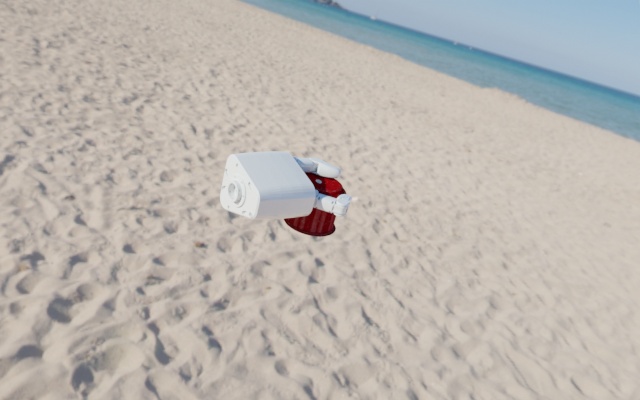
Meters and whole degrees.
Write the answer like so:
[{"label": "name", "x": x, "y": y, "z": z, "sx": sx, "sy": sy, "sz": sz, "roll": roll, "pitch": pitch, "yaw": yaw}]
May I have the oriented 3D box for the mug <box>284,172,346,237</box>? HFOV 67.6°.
[{"label": "mug", "x": 0.001, "y": 0.002, "z": 0.820, "sx": 0.117, "sy": 0.081, "sz": 0.093, "roll": -5, "pitch": 30, "yaw": -39}]
